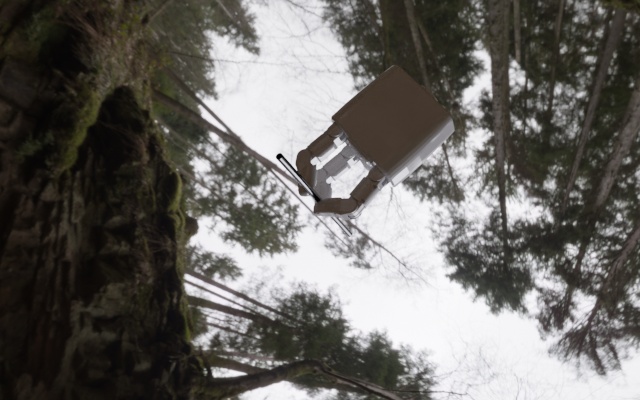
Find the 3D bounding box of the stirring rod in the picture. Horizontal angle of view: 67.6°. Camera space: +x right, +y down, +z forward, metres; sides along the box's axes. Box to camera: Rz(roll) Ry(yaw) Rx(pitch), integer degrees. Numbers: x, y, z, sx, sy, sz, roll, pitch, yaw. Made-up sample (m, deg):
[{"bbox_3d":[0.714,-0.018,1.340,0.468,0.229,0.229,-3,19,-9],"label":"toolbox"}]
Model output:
[{"bbox_3d":[0.000,0.002,0.598,0.011,0.011,0.240,0,-23,23],"label":"stirring rod"}]
